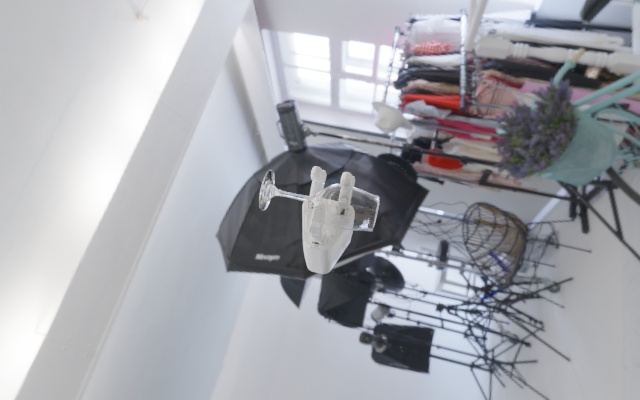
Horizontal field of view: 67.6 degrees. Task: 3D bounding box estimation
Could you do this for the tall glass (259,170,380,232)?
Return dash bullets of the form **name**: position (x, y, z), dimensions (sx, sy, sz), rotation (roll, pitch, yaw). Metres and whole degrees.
- **tall glass**: position (-0.001, 0.003, 0.834), dimensions (0.201, 0.079, 0.079), rotation (12, 2, 9)
